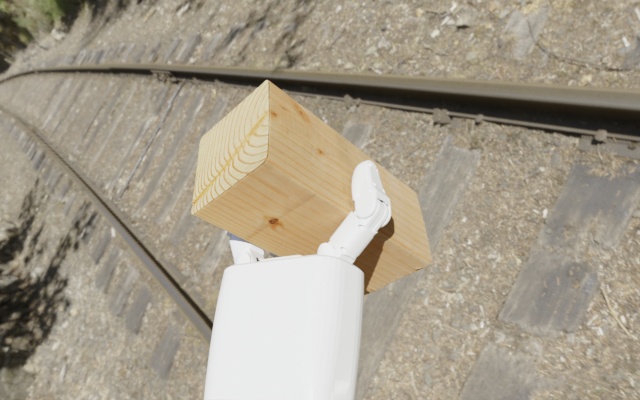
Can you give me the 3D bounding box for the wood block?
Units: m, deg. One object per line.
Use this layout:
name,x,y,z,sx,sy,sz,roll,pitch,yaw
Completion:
wood block,0.000,0.002,0.432,0.091,0.090,0.206,-32,-46,31
